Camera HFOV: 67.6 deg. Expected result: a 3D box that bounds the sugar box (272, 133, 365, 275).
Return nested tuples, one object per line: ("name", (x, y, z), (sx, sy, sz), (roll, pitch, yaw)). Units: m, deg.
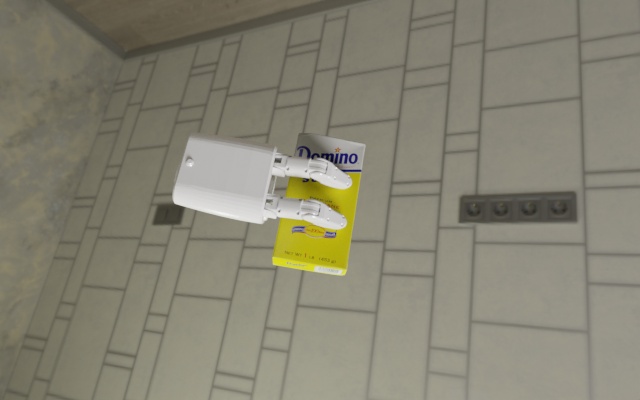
("sugar box", (0.000, 0.002, 0.615), (0.093, 0.176, 0.048), (10, -20, -1))
